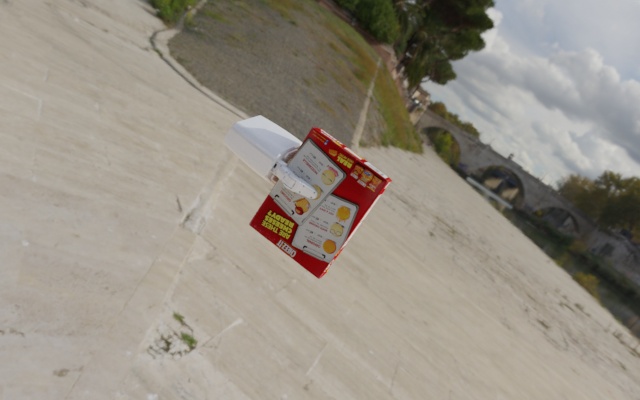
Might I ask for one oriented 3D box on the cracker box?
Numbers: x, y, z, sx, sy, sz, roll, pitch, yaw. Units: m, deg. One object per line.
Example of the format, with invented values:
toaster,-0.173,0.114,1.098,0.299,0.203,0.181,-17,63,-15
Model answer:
cracker box,0.000,0.003,0.855,0.164,0.214,0.072,37,14,11
